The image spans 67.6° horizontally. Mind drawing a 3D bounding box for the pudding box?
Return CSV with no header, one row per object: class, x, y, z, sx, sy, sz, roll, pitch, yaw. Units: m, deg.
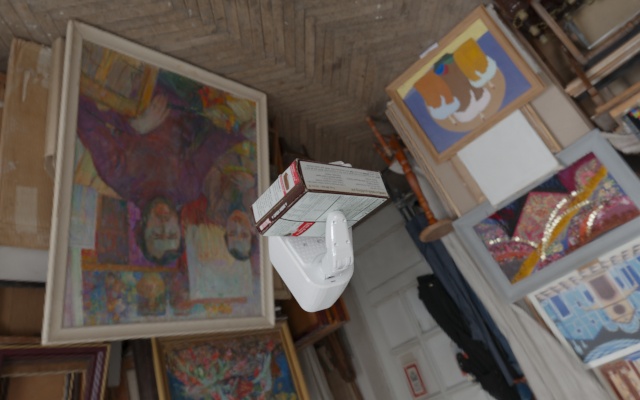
pudding box,0.000,0.002,0.487,0.113,0.039,0.090,3,-34,-41
